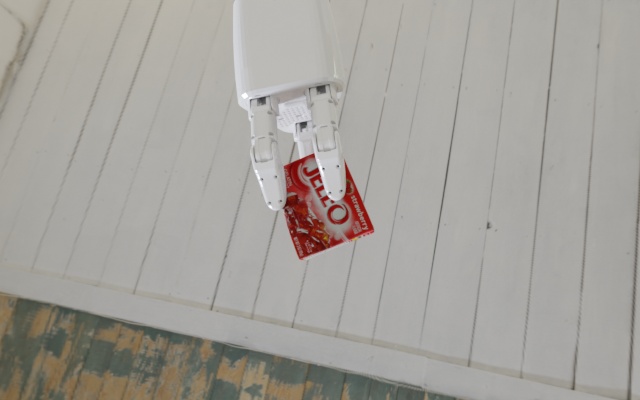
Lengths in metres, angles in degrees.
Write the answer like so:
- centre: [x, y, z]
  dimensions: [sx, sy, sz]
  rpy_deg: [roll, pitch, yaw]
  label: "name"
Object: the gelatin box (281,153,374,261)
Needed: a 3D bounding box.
- centre: [0.000, 0.002, 0.442]
  dimensions: [0.073, 0.089, 0.030]
  rpy_deg: [-22, -11, 4]
  label: "gelatin box"
